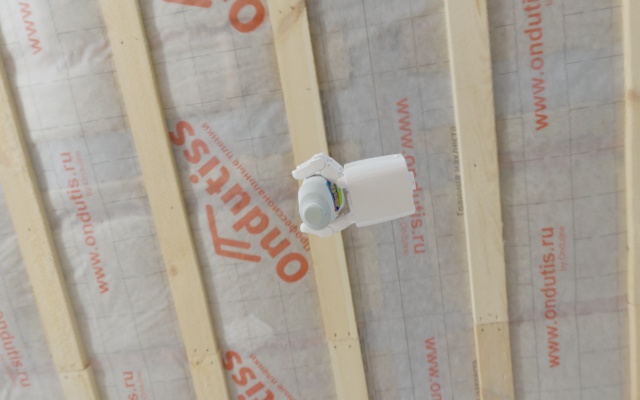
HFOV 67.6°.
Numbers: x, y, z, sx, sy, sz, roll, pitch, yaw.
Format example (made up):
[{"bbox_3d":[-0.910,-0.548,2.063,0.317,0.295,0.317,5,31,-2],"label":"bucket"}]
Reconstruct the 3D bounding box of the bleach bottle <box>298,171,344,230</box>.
[{"bbox_3d":[0.000,0.003,0.840,0.068,0.102,0.250,-13,12,7],"label":"bleach bottle"}]
